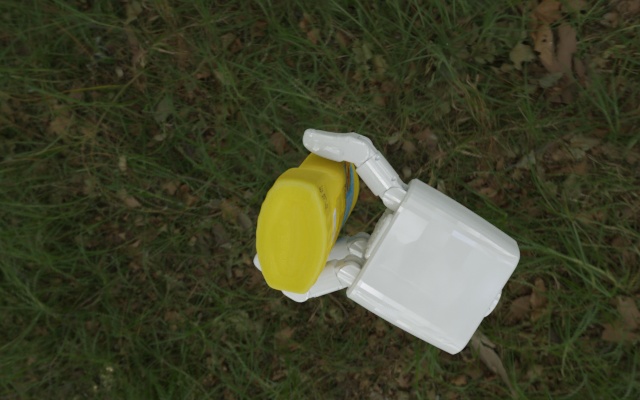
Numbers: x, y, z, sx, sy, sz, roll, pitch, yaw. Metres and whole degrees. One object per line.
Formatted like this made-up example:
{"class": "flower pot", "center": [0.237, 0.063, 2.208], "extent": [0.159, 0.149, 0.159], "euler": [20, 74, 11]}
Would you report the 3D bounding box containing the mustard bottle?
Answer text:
{"class": "mustard bottle", "center": [0.000, 0.001, 0.445], "extent": [0.058, 0.096, 0.191], "euler": [9, 20, 12]}
